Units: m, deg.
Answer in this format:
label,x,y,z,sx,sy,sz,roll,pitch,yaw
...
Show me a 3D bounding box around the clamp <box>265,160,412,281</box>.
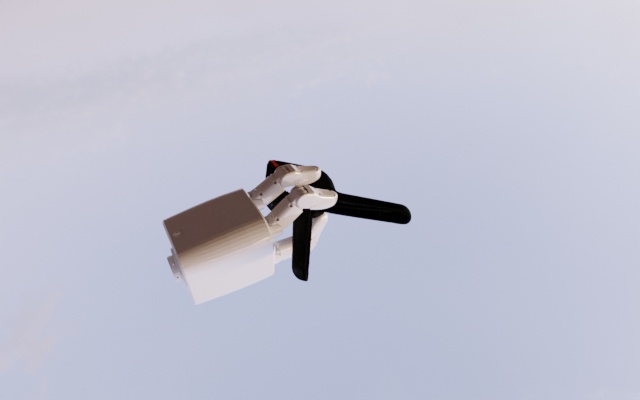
label,x,y,z,sx,sy,sz,roll,pitch,yaw
clamp,0.000,0.002,0.611,0.164,0.036,0.210,-21,42,-20
